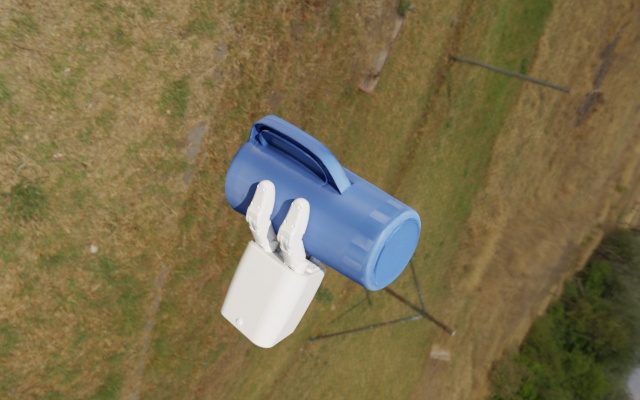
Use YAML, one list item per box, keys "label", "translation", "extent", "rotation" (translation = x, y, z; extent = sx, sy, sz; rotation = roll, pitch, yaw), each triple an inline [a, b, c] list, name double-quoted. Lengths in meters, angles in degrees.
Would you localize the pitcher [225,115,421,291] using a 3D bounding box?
- label: "pitcher"
  translation: [0.000, 0.002, 0.607]
  extent: [0.242, 0.145, 0.149]
  rotation: [30, 8, 32]
